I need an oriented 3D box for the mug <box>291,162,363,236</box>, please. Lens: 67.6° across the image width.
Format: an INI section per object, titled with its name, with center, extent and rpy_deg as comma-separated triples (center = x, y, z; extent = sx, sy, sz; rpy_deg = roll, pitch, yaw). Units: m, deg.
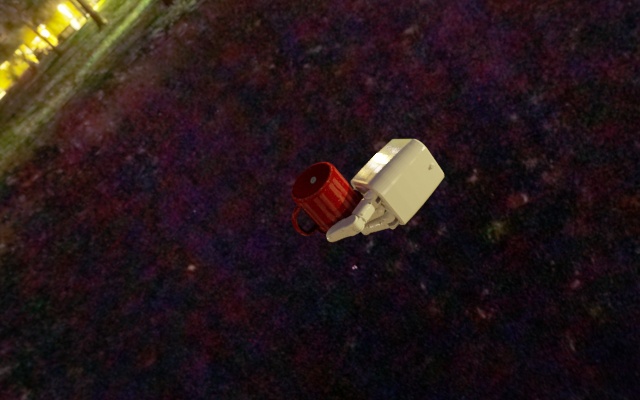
[mug]
center = -0.001, 0.003, 0.753
extent = 0.081, 0.117, 0.093
rpy_deg = 48, -10, -33
